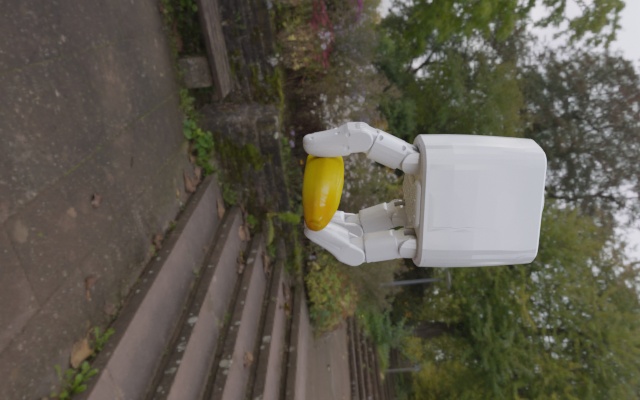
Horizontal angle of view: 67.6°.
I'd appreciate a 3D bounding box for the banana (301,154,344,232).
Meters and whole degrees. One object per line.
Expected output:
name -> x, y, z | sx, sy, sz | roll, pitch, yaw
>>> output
banana -> 0.002, -0.017, 0.455 | 0.037, 0.069, 0.198 | 6, 4, -2
